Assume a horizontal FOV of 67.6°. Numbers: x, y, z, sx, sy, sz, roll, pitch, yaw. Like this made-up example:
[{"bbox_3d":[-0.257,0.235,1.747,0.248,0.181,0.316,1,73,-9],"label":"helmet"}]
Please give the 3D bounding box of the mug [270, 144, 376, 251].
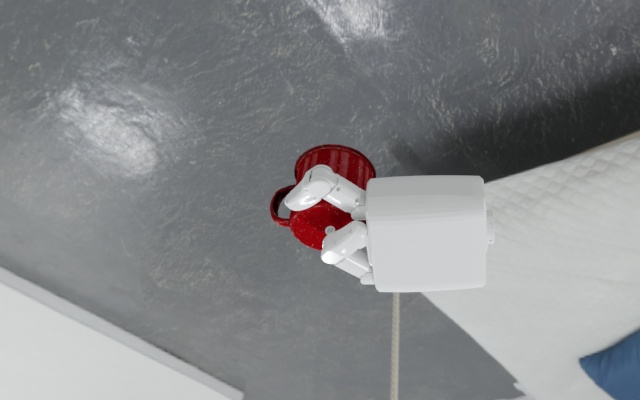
[{"bbox_3d":[-0.001,0.002,0.516,0.117,0.081,0.093,-5,-43,15],"label":"mug"}]
